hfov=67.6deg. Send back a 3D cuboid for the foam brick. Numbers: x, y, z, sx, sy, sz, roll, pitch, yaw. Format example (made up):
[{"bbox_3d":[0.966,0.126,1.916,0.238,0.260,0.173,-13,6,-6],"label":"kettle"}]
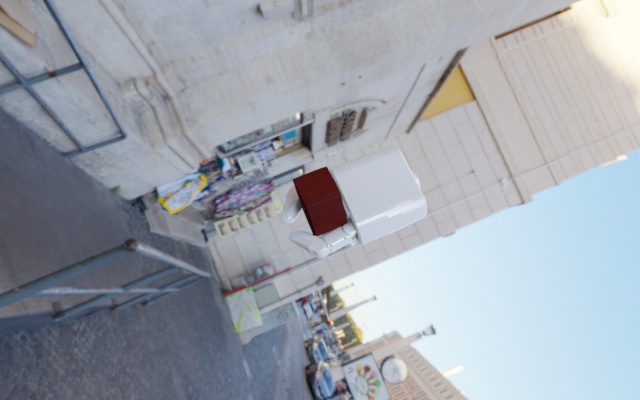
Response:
[{"bbox_3d":[0.000,0.002,0.652,0.051,0.053,0.078,-21,-36,-4],"label":"foam brick"}]
